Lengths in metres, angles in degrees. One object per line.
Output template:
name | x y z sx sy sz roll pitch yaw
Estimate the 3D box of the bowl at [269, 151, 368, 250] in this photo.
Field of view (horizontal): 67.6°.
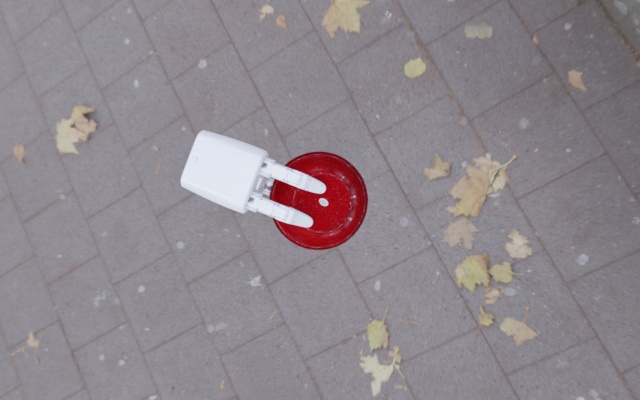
bowl | 0.001 0.003 0.752 0.162 0.162 0.055 0 3 -6
